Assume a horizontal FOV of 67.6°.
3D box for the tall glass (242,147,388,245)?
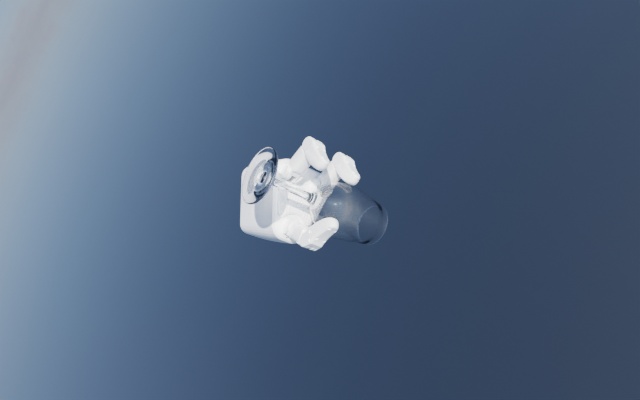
[{"bbox_3d":[0.000,0.002,0.633,0.201,0.079,0.079,24,-14,-35],"label":"tall glass"}]
